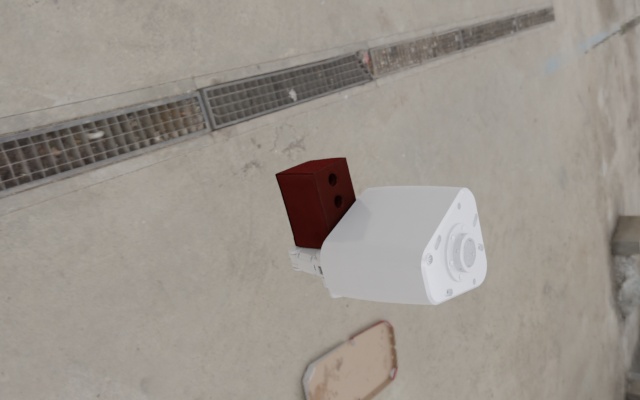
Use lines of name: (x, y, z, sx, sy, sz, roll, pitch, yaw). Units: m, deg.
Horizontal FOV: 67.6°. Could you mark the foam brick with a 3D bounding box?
foam brick: (0.000, 0.001, 0.468, 0.051, 0.078, 0.053, -1, 20, 44)
